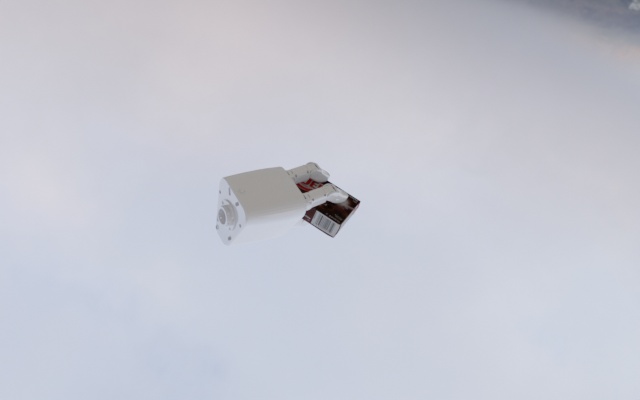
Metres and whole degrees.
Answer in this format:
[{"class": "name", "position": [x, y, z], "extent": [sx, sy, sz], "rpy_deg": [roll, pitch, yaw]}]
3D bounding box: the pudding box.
[{"class": "pudding box", "position": [0.000, 0.003, 0.816], "extent": [0.113, 0.039, 0.090], "rpy_deg": [34, 38, 8]}]
